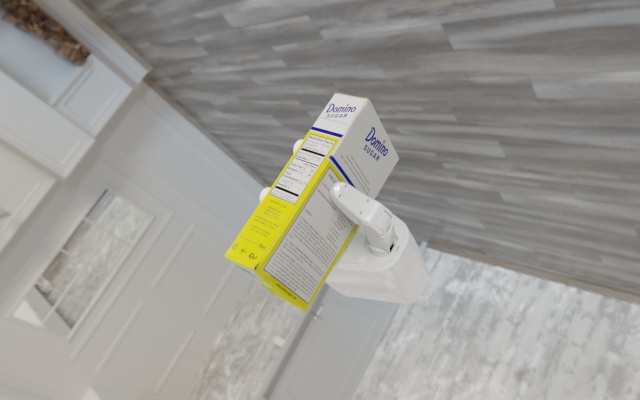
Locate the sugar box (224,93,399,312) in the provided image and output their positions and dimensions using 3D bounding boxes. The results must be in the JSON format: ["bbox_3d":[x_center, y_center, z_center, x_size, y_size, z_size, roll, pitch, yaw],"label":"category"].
[{"bbox_3d":[0.000,0.001,0.428,0.048,0.176,0.093,19,-21,36],"label":"sugar box"}]
